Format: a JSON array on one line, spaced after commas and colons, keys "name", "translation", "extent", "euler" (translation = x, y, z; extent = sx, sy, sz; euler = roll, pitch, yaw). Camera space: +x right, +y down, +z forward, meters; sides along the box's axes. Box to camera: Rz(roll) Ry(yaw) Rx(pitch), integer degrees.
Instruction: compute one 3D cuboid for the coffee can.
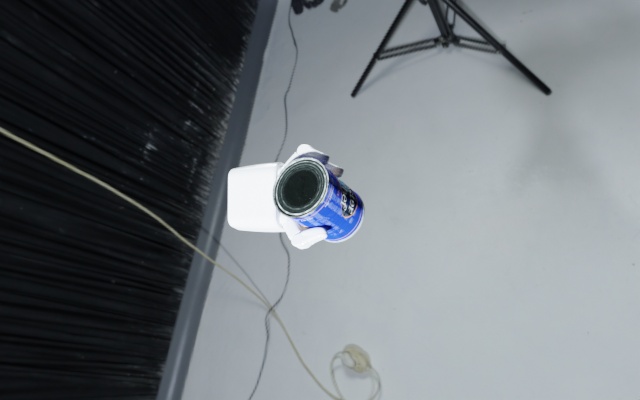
[{"name": "coffee can", "translation": [0.000, 0.003, 0.801], "extent": [0.103, 0.102, 0.140], "euler": [0, -20, 30]}]
